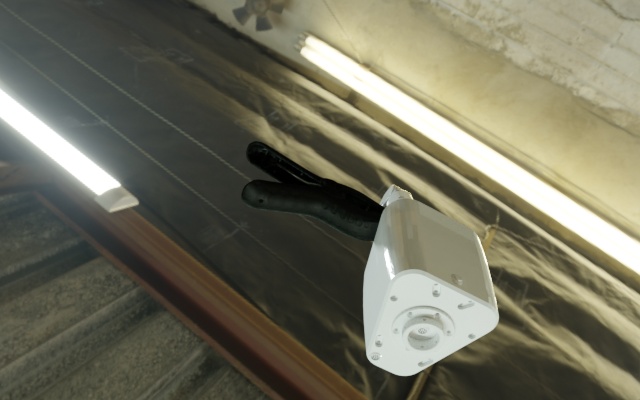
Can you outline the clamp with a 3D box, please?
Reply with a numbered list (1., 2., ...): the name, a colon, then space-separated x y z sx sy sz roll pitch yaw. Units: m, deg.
1. clamp: 0.000 0.002 0.452 0.171 0.039 0.120 24 26 -7
